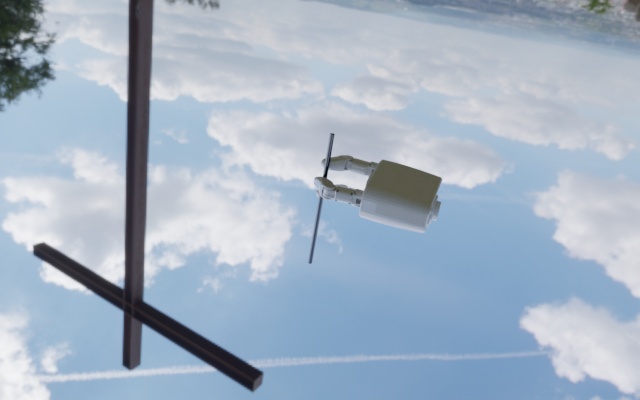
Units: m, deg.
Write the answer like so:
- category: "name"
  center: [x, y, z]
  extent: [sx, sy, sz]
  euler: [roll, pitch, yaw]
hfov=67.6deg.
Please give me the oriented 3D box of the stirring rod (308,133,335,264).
- category: "stirring rod"
  center: [0.000, 0.003, 0.810]
  extent: [0.011, 0.240, 0.011]
  euler: [8, 23, -4]
